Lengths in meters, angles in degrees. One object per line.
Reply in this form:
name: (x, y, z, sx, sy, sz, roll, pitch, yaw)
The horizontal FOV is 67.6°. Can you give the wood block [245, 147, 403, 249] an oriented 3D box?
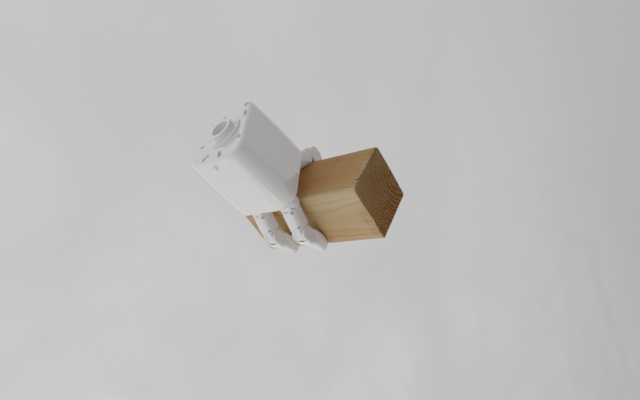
wood block: (0.000, 0.002, 0.687, 0.206, 0.090, 0.090, -9, 37, 39)
